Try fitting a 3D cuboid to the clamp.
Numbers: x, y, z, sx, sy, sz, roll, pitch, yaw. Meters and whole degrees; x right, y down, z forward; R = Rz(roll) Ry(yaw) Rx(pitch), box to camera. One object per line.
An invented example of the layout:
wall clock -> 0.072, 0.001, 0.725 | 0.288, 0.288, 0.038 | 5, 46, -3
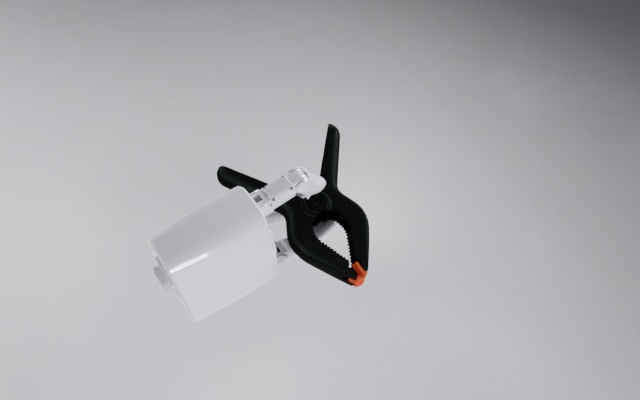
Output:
clamp -> 0.000, 0.002, 0.556 | 0.164, 0.210, 0.036 | -31, -24, -20
